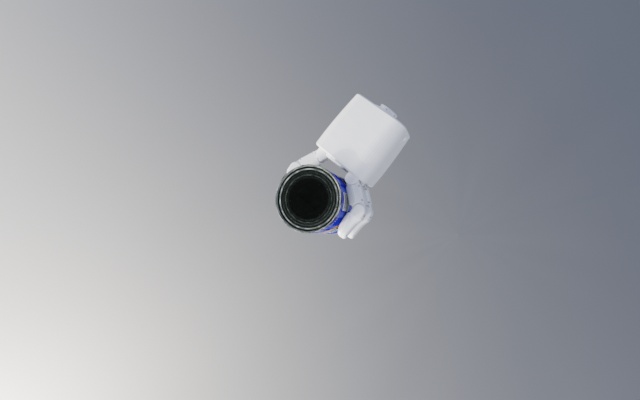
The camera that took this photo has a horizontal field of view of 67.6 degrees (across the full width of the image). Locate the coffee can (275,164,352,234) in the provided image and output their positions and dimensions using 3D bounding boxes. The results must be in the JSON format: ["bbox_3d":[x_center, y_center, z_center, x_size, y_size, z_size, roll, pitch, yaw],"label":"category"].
[{"bbox_3d":[0.000,0.003,0.768,0.103,0.103,0.140,0,-4,16],"label":"coffee can"}]
